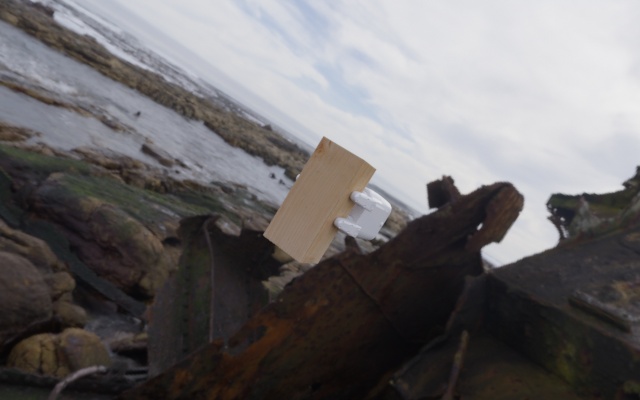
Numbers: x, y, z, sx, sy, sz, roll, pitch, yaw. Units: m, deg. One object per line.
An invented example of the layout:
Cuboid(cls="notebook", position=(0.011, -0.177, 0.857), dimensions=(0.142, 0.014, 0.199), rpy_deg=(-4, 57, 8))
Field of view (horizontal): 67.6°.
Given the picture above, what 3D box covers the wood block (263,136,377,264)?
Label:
Cuboid(cls="wood block", position=(0.000, 0.003, 0.858), dimensions=(0.091, 0.206, 0.090), rpy_deg=(34, 5, 22))
